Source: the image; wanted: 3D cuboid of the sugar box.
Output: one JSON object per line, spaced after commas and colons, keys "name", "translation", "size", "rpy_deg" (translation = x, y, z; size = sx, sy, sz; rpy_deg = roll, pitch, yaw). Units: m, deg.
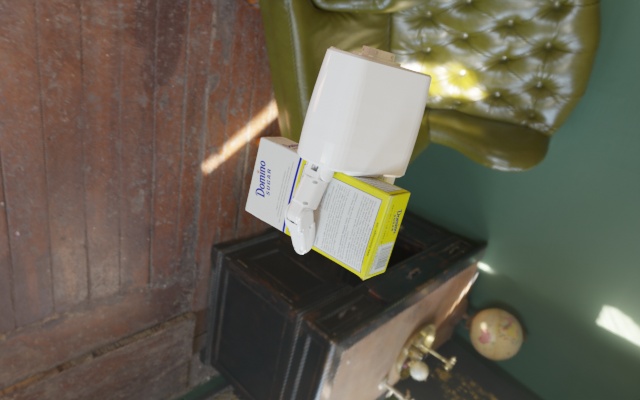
{"name": "sugar box", "translation": [0.001, 0.002, 0.511], "size": [0.176, 0.093, 0.048], "rpy_deg": [29, 22, 35]}
